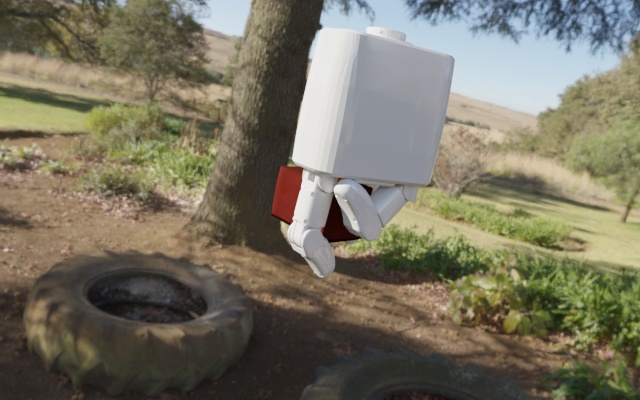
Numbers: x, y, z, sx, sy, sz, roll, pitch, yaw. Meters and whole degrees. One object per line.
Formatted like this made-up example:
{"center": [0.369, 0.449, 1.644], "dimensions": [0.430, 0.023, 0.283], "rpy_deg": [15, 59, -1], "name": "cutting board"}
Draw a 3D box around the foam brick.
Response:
{"center": [0.000, 0.001, 0.443], "dimensions": [0.053, 0.051, 0.078], "rpy_deg": [-2, 18, -42], "name": "foam brick"}
